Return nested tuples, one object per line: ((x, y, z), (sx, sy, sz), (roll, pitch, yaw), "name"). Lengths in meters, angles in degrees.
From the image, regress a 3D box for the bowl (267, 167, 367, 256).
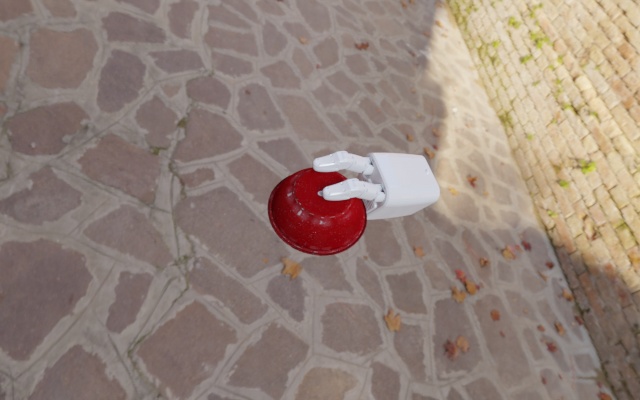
((-0.001, 0.003, 0.740), (0.162, 0.162, 0.055), (0, -34, -11), "bowl")
